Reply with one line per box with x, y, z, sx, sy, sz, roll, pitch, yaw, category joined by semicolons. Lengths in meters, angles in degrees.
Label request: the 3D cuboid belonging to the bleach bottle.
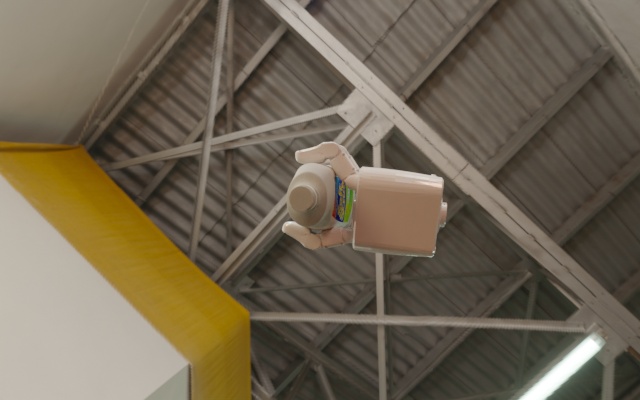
0.000;0.002;0.652;0.068;0.102;0.251;7;3;10;bleach bottle
